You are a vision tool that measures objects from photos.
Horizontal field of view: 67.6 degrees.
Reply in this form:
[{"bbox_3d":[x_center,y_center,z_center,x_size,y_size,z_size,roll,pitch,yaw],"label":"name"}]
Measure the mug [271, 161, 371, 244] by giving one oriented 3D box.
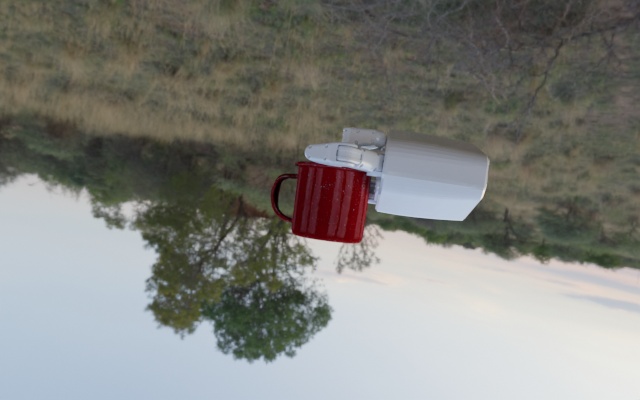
[{"bbox_3d":[-0.001,0.002,0.541,0.117,0.081,0.093,8,-1,7],"label":"mug"}]
